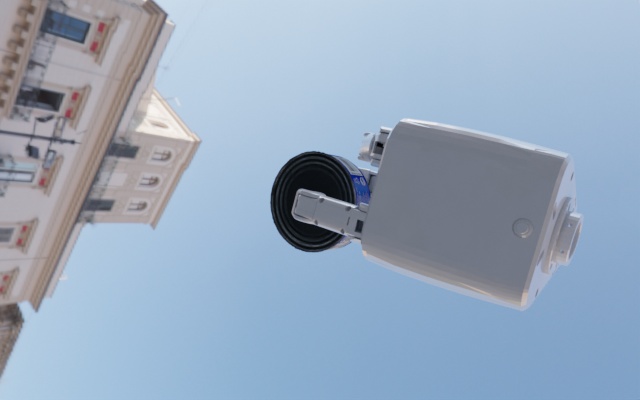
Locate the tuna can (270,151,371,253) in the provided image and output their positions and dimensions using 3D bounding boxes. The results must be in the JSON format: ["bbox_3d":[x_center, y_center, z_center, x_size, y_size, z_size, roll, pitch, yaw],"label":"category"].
[{"bbox_3d":[0.000,0.001,0.416,0.086,0.086,0.034,0,-1,32],"label":"tuna can"}]
